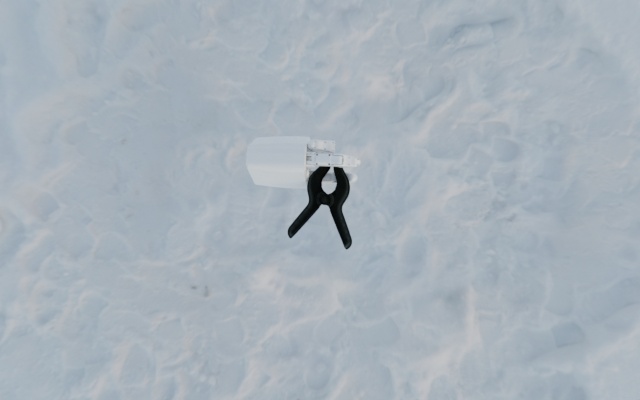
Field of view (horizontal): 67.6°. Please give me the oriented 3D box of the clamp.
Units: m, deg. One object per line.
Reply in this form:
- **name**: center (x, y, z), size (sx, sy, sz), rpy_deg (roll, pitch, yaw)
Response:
- **clamp**: center (0.000, 0.003, 0.877), size (0.120, 0.171, 0.039), rpy_deg (2, 0, 3)
